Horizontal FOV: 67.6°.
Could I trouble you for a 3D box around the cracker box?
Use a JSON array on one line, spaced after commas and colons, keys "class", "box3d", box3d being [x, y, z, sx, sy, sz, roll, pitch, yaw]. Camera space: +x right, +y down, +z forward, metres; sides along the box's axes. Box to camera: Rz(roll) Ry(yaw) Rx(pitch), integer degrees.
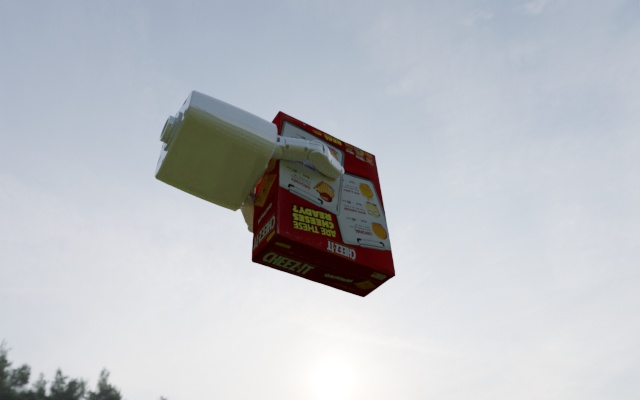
[{"class": "cracker box", "box3d": [0.000, 0.002, 0.619, 0.164, 0.213, 0.072, 22, -47, -25]}]
